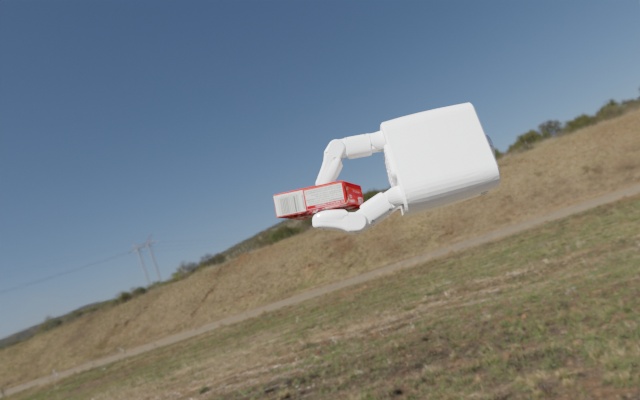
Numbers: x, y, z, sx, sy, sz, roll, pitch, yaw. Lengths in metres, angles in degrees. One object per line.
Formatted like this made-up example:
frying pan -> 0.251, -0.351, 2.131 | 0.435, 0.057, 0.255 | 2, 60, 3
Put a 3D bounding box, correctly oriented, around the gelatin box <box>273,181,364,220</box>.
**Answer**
gelatin box -> 0.000, 0.001, 0.564 | 0.089, 0.030, 0.073 | -11, -7, 18
